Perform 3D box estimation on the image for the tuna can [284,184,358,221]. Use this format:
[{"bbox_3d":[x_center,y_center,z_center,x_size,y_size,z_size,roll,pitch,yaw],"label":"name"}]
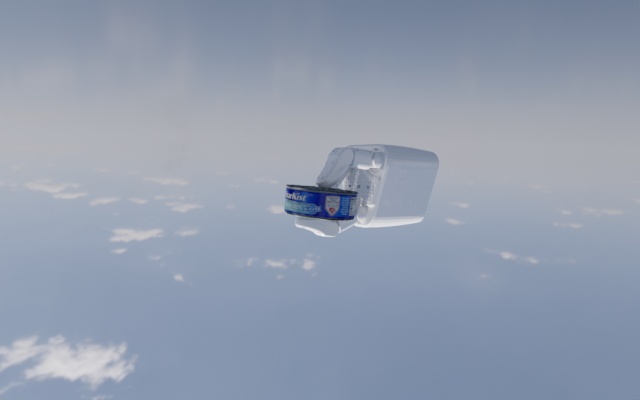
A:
[{"bbox_3d":[0.000,0.002,0.566,0.086,0.034,0.086,6,4,0],"label":"tuna can"}]
